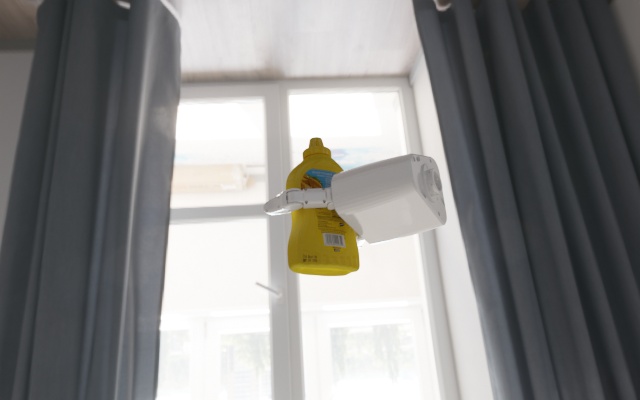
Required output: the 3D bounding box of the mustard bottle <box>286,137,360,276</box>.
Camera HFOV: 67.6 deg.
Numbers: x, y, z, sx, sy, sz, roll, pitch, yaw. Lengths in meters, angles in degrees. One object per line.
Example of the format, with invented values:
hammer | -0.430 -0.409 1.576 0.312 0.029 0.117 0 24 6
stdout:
mustard bottle | 0.000 0.002 0.641 0.096 0.191 0.058 9 -24 -31
